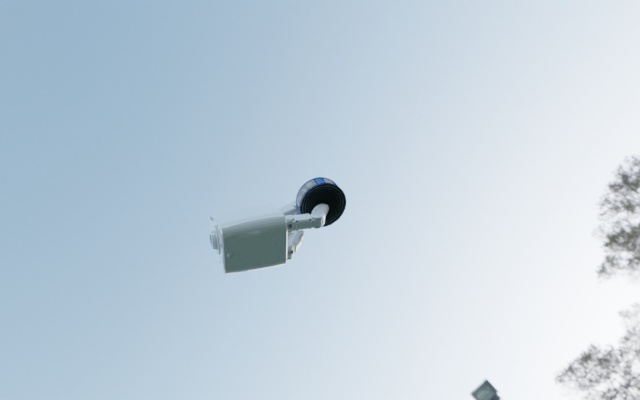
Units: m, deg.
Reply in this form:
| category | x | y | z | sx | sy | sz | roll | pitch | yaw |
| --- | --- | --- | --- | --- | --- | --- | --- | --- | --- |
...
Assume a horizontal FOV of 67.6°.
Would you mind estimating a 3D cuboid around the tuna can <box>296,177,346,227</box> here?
| category | x | y | z | sx | sy | sz | roll | pitch | yaw |
| --- | --- | --- | --- | --- | --- | --- | --- | --- | --- |
| tuna can | 0.000 | 0.003 | 0.847 | 0.086 | 0.086 | 0.033 | 0 | 25 | -21 |
